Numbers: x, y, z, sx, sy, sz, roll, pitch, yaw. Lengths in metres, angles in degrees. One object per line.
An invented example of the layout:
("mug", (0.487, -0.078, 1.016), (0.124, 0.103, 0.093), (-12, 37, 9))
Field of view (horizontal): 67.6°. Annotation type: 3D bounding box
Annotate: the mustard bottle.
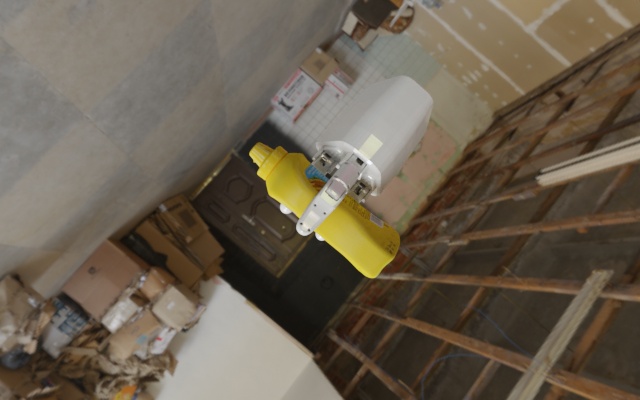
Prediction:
("mustard bottle", (0.000, 0.002, 0.536), (0.191, 0.058, 0.096), (40, 15, -2))
